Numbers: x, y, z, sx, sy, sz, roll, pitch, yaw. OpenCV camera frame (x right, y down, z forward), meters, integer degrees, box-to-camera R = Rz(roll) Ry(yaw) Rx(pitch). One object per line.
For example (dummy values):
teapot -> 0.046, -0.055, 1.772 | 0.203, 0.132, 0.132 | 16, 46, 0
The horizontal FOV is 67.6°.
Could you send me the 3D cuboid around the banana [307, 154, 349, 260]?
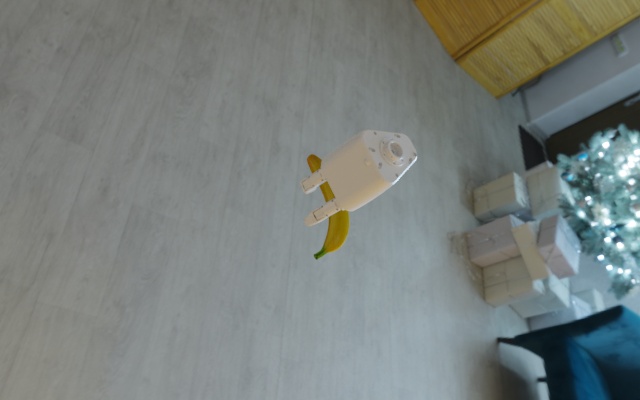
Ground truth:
banana -> 0.017, 0.008, 0.859 | 0.069, 0.197, 0.037 | 6, -23, -27
